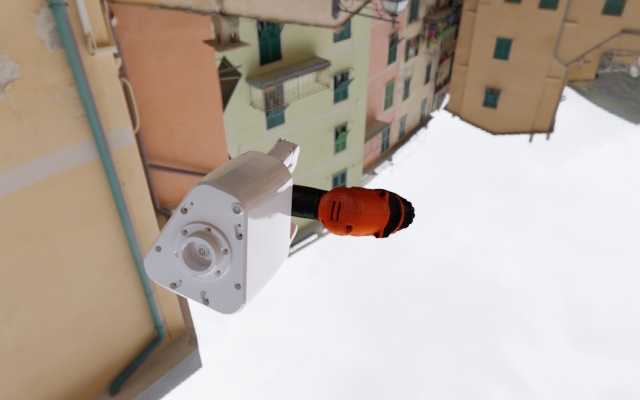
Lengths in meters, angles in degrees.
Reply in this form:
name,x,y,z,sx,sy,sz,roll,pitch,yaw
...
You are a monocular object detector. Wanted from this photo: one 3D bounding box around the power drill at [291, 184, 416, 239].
name,x,y,z,sx,sy,sz,roll,pitch,yaw
power drill,0.000,0.002,0.537,0.187,0.057,0.184,8,0,29
